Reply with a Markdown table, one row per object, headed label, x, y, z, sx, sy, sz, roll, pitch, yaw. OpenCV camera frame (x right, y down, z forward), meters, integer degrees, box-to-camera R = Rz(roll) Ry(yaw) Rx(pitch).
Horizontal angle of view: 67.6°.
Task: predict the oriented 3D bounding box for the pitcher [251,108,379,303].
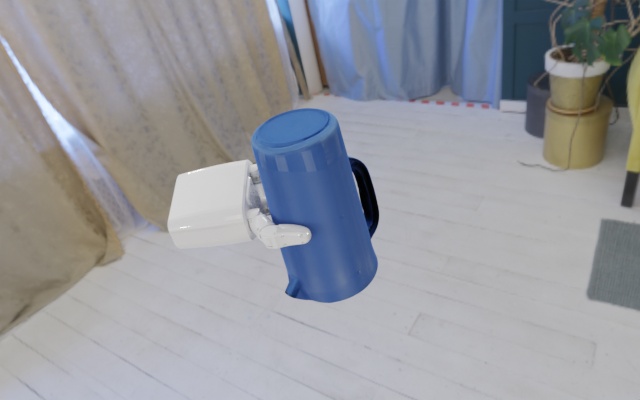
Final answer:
| label | x | y | z | sx | sy | sz | roll | pitch | yaw |
| --- | --- | --- | --- | --- | --- | --- | --- | --- | --- |
| pitcher | 0.000 | 0.002 | 0.637 | 0.145 | 0.243 | 0.149 | -9 | 34 | 8 |
